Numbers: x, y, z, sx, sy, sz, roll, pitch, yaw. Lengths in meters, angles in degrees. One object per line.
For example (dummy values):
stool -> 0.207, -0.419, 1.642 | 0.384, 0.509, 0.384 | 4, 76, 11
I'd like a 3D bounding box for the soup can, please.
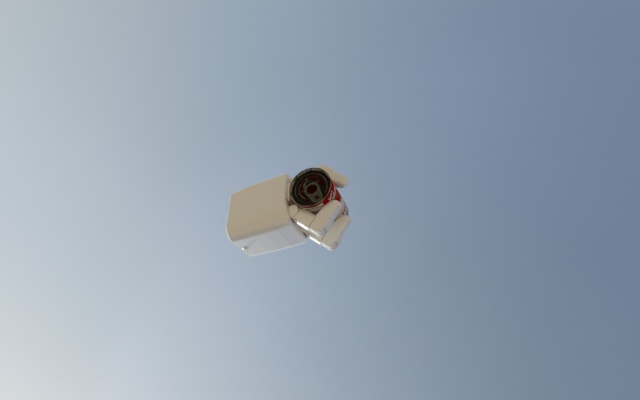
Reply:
soup can -> 0.001, 0.002, 0.765 | 0.068, 0.068, 0.102 | 0, -28, 22
